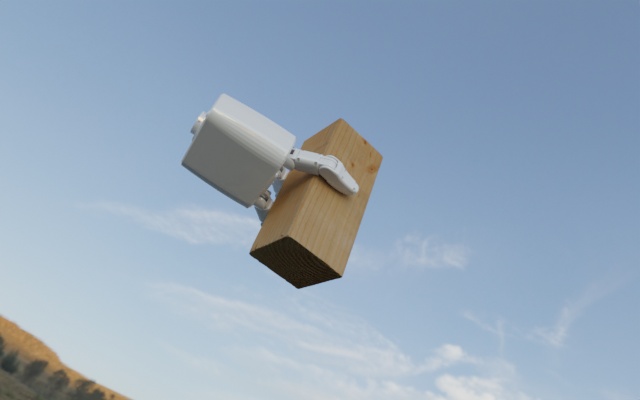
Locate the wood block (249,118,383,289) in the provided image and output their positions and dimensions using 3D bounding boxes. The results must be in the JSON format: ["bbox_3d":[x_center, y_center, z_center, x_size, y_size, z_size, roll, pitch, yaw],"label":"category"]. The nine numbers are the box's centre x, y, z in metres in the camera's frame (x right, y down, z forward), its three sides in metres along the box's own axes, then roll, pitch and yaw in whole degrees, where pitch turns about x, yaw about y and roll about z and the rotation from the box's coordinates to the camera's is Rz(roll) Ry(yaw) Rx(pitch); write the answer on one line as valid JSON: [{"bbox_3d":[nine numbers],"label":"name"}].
[{"bbox_3d":[0.000,0.002,0.637,0.090,0.206,0.091,40,-39,-22],"label":"wood block"}]
